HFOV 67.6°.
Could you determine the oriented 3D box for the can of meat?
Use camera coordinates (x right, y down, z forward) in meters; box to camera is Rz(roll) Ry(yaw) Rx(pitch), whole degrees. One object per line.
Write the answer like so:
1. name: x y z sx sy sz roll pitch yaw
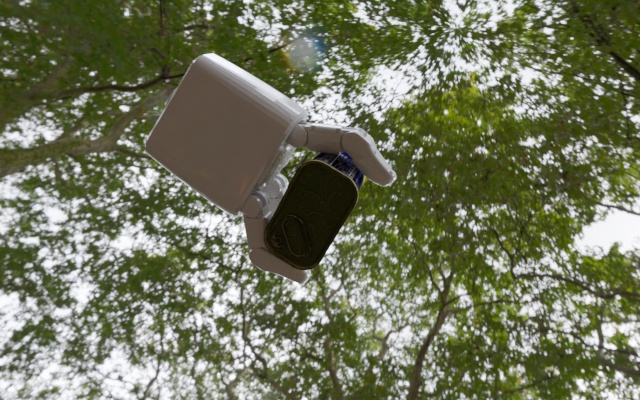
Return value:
1. can of meat: 0.000 0.001 0.447 0.057 0.102 0.084 31 25 3
